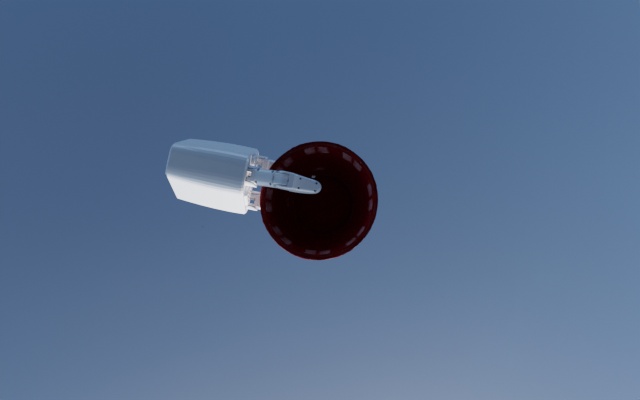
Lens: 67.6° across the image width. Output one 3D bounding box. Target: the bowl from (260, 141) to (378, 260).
[{"bbox_3d":[0.001,0.003,0.665,0.162,0.162,0.055,0,-7,9],"label":"bowl"}]
